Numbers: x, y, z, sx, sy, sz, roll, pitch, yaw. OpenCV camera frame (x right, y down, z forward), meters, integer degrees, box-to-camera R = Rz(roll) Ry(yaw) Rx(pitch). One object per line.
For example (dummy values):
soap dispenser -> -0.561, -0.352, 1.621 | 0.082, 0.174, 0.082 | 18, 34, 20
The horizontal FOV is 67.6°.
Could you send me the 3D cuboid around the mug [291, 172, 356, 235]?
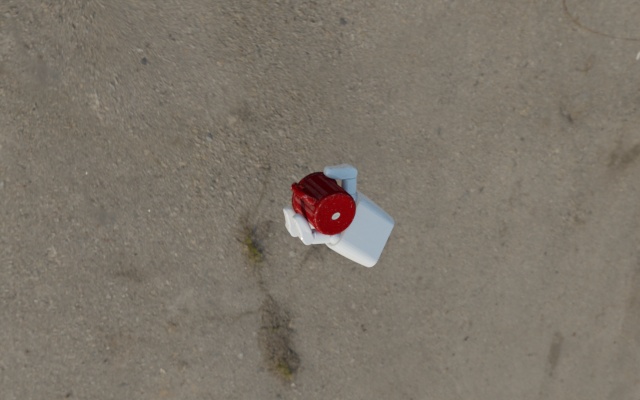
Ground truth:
mug -> -0.001, 0.002, 0.810 | 0.117, 0.093, 0.081 | 32, 6, -35
